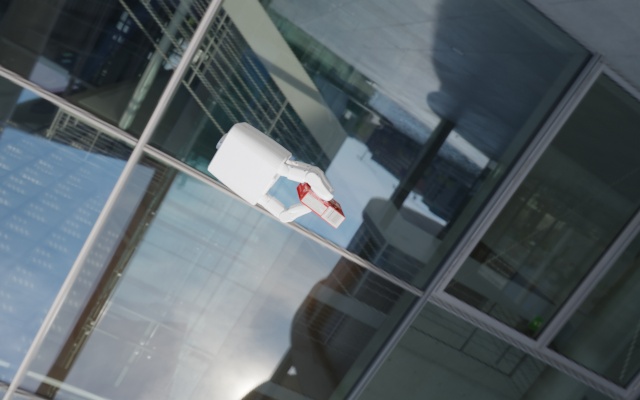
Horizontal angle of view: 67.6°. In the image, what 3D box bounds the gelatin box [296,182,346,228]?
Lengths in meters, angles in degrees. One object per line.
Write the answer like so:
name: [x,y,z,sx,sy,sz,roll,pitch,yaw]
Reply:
gelatin box: [0.000,0.003,0.863,0.089,0.030,0.073,38,11,-17]
